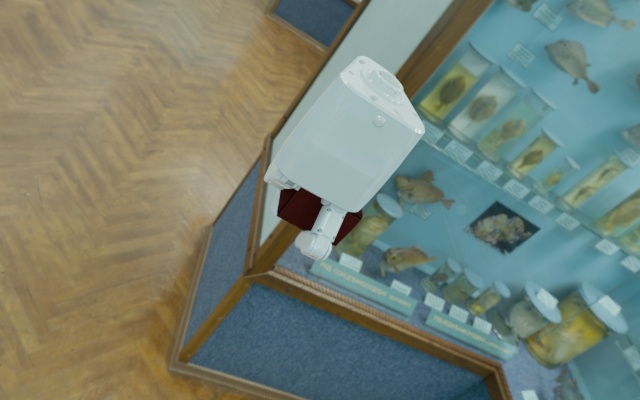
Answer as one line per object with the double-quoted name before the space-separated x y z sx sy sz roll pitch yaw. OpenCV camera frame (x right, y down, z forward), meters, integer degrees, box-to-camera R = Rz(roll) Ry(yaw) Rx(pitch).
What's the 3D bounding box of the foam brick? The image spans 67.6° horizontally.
"foam brick" 0.000 0.002 0.511 0.078 0.051 0.053 28 34 -19
